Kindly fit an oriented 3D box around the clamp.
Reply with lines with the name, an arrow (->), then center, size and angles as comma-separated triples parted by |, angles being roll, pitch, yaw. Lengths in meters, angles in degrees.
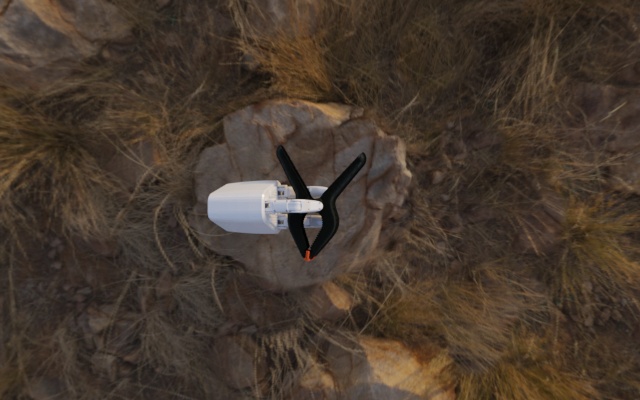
clamp -> 0.000, 0.003, 0.852 | 0.164, 0.210, 0.036 | 0, -2, 14
